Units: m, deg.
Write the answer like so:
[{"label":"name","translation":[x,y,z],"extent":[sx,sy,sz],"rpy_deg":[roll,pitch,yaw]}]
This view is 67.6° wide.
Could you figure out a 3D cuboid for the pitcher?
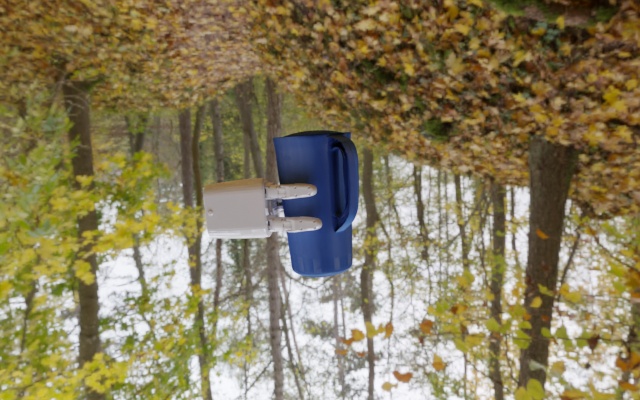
[{"label":"pitcher","translation":[0.000,0.003,0.812],"extent":[0.145,0.243,0.149],"rpy_deg":[-4,7,8]}]
